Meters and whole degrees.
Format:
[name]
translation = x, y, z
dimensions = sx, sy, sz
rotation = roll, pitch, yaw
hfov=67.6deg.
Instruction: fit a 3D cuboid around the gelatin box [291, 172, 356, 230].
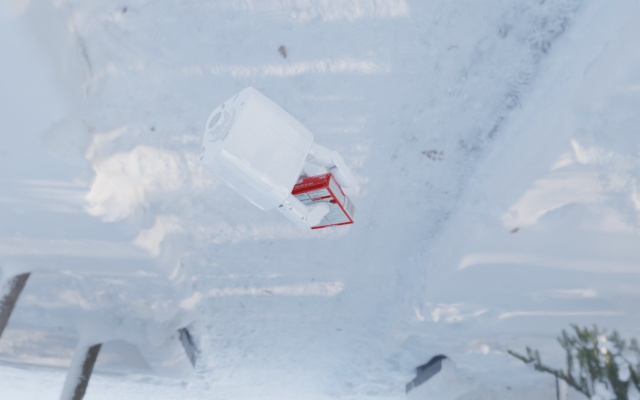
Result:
[gelatin box]
translation = 0.000, 0.003, 0.688
dimensions = 0.073, 0.030, 0.089
rotation = -11, -44, 29
